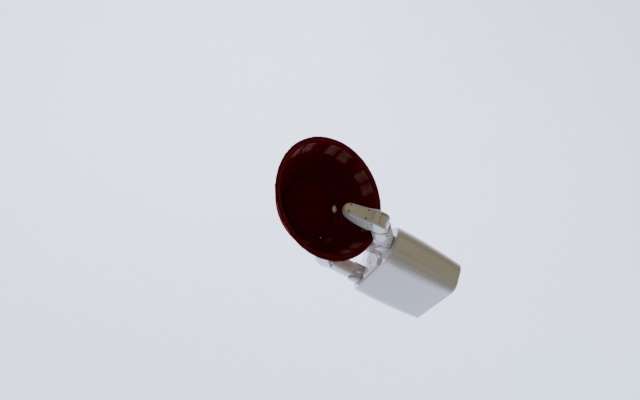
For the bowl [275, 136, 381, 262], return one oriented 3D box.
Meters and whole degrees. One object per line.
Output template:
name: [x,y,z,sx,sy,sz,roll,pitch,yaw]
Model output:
bowl: [-0.001,0.001,0.618,0.162,0.162,0.055,0,-14,-35]
